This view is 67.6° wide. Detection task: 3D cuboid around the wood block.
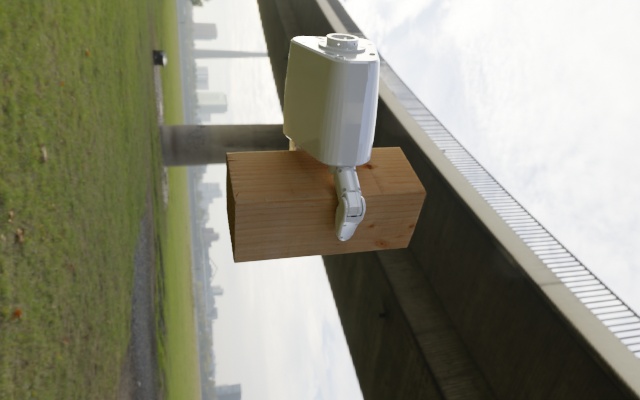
[{"bbox_3d":[0.000,0.002,0.545,0.206,0.090,0.090,-3,43,-15],"label":"wood block"}]
